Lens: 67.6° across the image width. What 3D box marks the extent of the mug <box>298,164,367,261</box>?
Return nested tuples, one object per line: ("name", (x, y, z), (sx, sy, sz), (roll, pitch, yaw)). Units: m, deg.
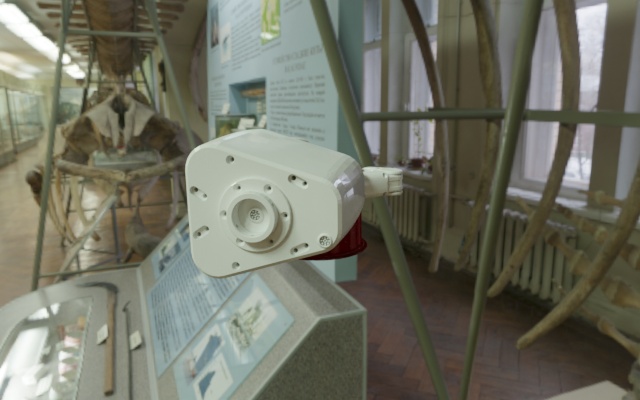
("mug", (0.000, 0.001, 0.466), (0.093, 0.081, 0.117), (1, 12, 10))
